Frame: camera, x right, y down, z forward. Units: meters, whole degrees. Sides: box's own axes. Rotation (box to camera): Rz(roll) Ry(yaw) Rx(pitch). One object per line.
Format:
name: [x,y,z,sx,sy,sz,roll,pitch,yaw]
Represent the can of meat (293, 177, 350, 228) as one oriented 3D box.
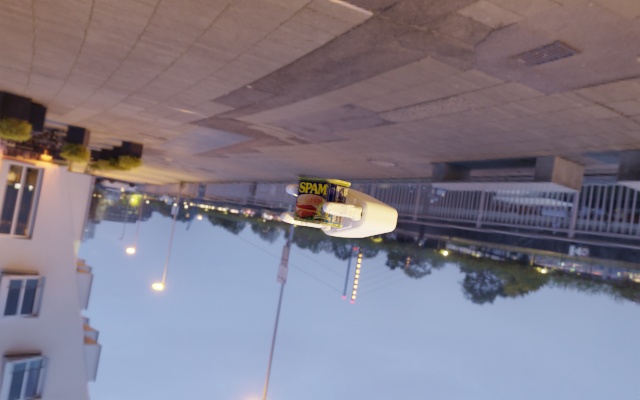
can of meat: [0.000,0.003,0.887,0.102,0.084,0.057,7,-3,41]
